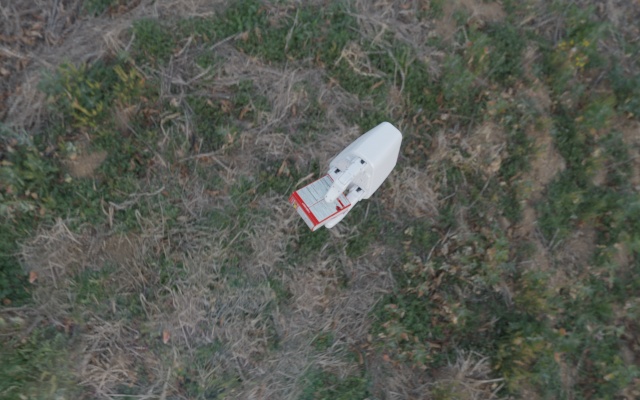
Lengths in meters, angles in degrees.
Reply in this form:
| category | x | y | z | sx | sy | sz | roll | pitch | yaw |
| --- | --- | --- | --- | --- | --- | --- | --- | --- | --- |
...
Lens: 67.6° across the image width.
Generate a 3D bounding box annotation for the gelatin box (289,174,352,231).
| category | x | y | z | sx | sy | sz | roll | pitch | yaw |
| --- | --- | --- | --- | --- | --- | --- | --- | --- | --- |
| gelatin box | 0.000 | 0.003 | 0.853 | 0.089 | 0.073 | 0.030 | -29 | -15 | -32 |
